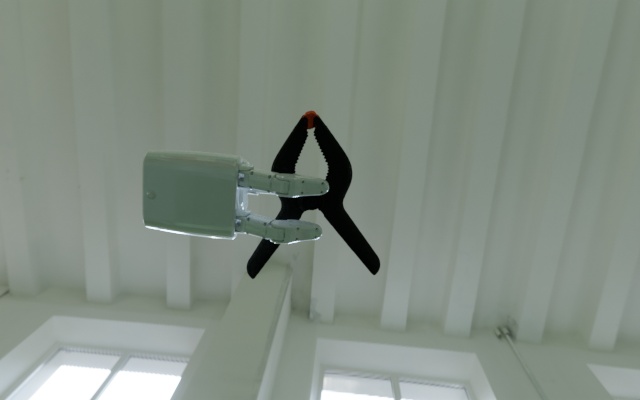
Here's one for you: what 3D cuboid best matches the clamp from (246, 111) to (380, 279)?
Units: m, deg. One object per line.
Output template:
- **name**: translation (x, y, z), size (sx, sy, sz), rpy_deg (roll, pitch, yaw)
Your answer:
- **clamp**: translation (0.000, 0.001, 0.569), size (0.164, 0.210, 0.036), rpy_deg (5, 16, -5)
